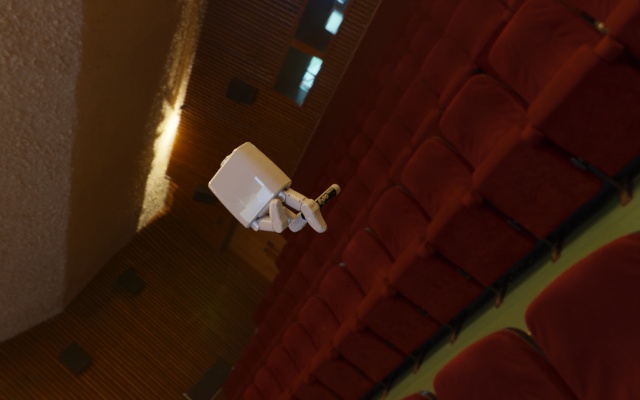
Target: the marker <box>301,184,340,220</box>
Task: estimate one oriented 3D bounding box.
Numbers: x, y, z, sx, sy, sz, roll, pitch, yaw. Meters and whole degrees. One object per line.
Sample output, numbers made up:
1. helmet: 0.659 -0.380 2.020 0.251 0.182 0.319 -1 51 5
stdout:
1. marker: 0.000 0.003 0.866 0.020 0.020 0.121 0 25 33
